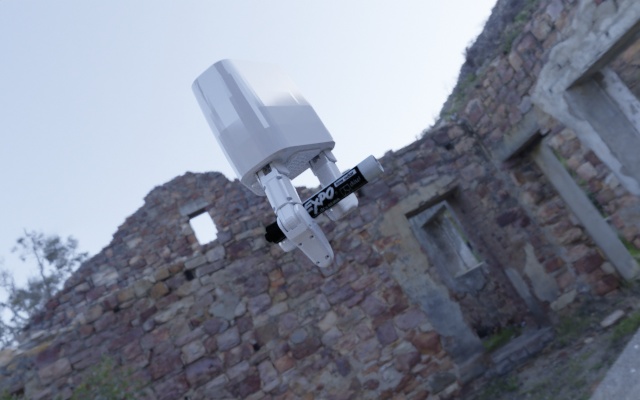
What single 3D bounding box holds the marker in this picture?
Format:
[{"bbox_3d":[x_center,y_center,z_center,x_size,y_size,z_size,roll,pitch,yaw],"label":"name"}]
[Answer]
[{"bbox_3d":[0.000,0.001,0.415,0.121,0.020,0.020,-34,-11,16],"label":"marker"}]
